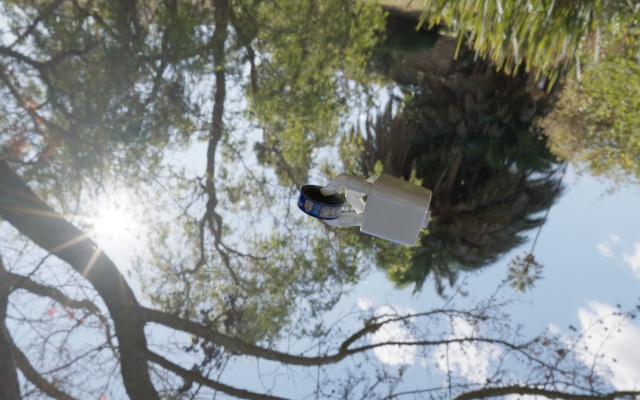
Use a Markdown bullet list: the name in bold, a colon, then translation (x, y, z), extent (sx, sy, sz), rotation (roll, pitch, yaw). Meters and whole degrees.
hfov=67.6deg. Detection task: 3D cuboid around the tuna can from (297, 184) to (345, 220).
- **tuna can**: translation (0.000, 0.003, 0.896), extent (0.086, 0.034, 0.086), rotation (15, 22, -6)
